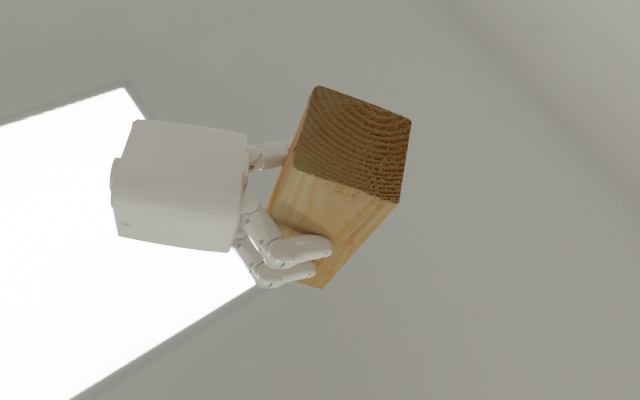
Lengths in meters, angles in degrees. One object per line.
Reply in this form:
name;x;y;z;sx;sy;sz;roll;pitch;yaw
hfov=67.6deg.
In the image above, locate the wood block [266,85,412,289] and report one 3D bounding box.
wood block;0.000;0.001;0.463;0.090;0.090;0.206;19;-32;-8
